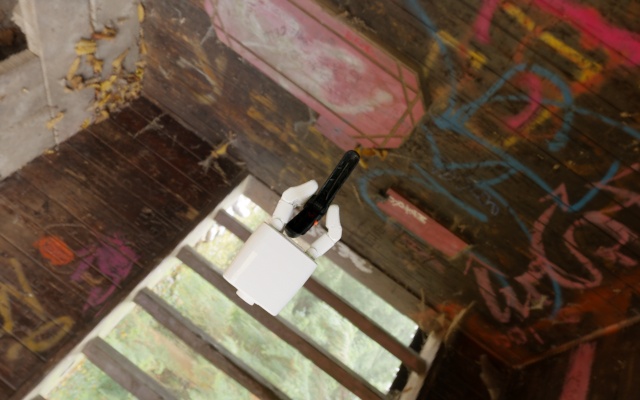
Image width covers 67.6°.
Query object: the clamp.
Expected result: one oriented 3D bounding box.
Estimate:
[{"bbox_3d":[0.001,0.003,0.784,0.036,0.164,0.210,39,-9,4],"label":"clamp"}]
